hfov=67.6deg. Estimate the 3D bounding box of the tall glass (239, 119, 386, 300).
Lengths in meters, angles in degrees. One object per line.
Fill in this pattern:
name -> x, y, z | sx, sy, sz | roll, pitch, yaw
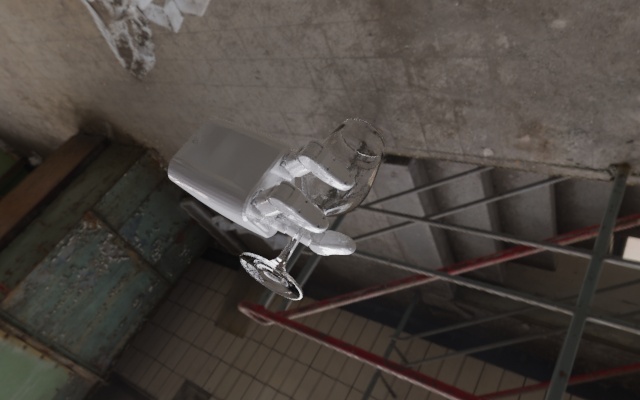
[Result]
tall glass -> 0.000, 0.002, 0.511 | 0.079, 0.201, 0.079 | 26, -28, 15
